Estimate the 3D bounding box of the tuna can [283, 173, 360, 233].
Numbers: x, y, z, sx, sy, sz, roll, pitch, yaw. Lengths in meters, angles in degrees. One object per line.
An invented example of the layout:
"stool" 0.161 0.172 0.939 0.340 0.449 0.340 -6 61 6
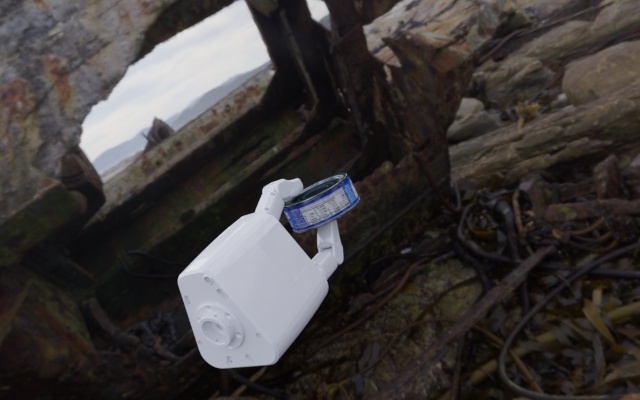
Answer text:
"tuna can" 0.000 0.001 0.548 0.086 0.034 0.086 -25 11 5
